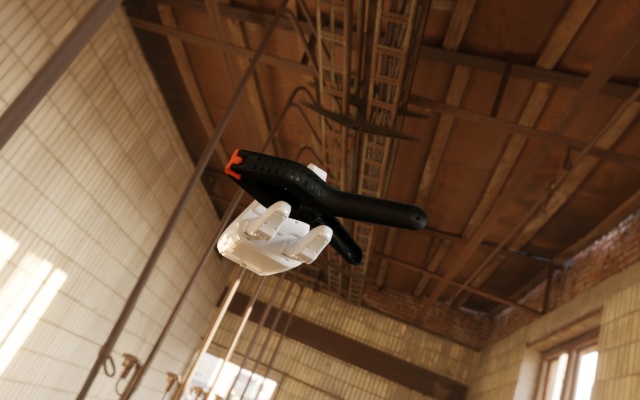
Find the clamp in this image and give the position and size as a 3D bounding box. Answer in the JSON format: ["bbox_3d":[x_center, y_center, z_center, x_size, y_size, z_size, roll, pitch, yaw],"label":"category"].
[{"bbox_3d":[0.000,0.001,0.521,0.210,0.036,0.164,31,-31,-16],"label":"clamp"}]
